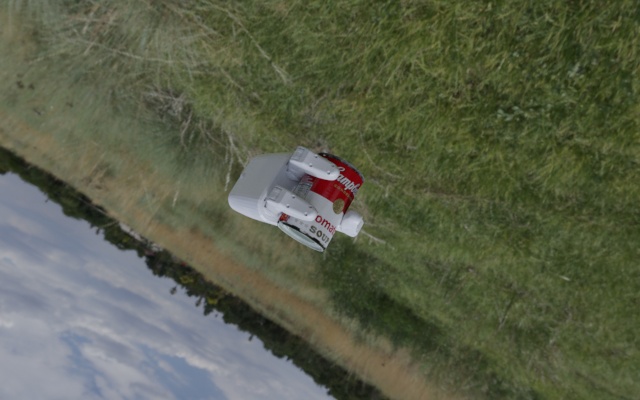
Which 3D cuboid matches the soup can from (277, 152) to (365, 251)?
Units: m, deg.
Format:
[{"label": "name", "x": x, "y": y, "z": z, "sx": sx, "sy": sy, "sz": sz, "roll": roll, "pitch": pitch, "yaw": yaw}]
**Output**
[{"label": "soup can", "x": 0.000, "y": 0.002, "z": 0.582, "sx": 0.068, "sy": 0.102, "sz": 0.068, "roll": 28, "pitch": -14, "yaw": 8}]
